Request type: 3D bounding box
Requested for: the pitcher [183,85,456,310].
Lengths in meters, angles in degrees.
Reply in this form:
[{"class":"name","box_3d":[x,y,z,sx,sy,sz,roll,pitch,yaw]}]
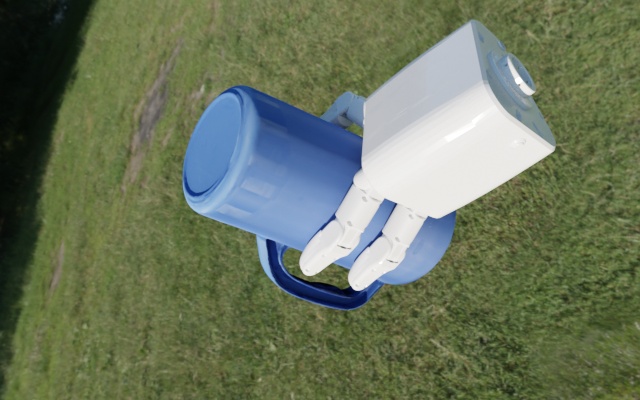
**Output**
[{"class":"pitcher","box_3d":[0.000,0.001,0.444,0.243,0.149,0.145,21,-40,-37]}]
